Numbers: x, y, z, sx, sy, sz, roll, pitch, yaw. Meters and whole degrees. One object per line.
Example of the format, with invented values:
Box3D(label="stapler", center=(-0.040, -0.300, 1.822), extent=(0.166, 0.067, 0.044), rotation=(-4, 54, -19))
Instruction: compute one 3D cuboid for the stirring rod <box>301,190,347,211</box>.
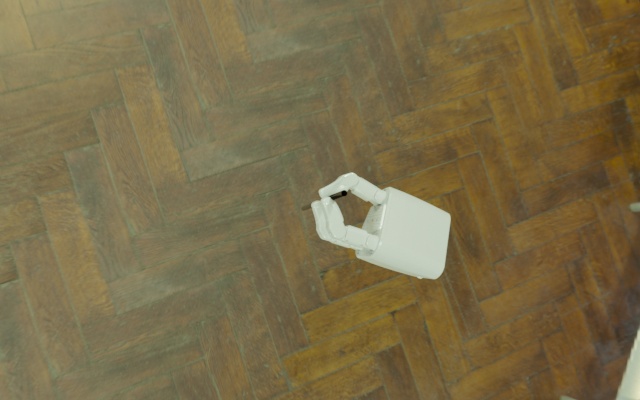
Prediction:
Box3D(label="stirring rod", center=(0.000, 0.002, 0.717), extent=(0.011, 0.011, 0.239), rotation=(0, -6, -14))
